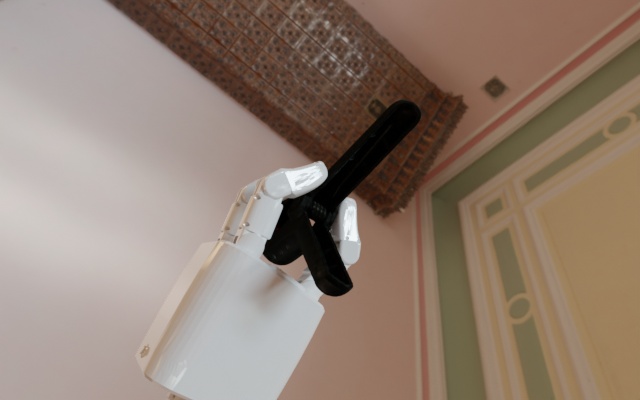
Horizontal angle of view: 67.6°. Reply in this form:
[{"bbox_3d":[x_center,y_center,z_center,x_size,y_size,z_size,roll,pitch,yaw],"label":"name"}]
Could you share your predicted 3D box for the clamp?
[{"bbox_3d":[0.000,0.002,0.417,0.036,0.164,0.210,35,-20,-18],"label":"clamp"}]
